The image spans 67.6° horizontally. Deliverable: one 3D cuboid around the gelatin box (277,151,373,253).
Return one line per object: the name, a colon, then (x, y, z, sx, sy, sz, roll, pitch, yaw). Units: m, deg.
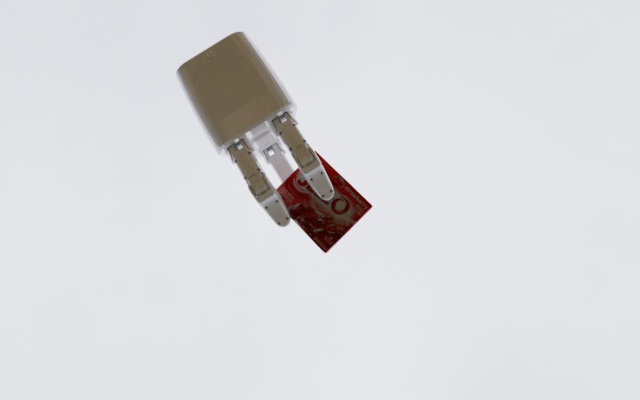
gelatin box: (0.000, 0.002, 0.523, 0.073, 0.089, 0.030, -45, -4, -3)
